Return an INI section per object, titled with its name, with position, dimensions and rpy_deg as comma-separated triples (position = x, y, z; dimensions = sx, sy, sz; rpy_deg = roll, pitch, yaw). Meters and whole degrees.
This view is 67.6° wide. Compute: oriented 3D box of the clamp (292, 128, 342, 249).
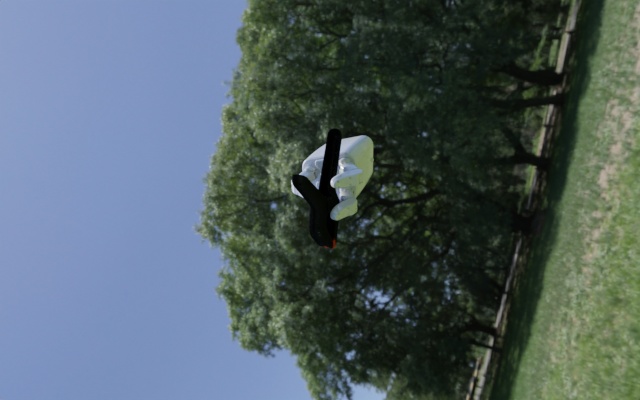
[clamp]
position = -0.001, 0.003, 0.808
dimensions = 0.036, 0.210, 0.164
rpy_deg = 10, 31, 22
